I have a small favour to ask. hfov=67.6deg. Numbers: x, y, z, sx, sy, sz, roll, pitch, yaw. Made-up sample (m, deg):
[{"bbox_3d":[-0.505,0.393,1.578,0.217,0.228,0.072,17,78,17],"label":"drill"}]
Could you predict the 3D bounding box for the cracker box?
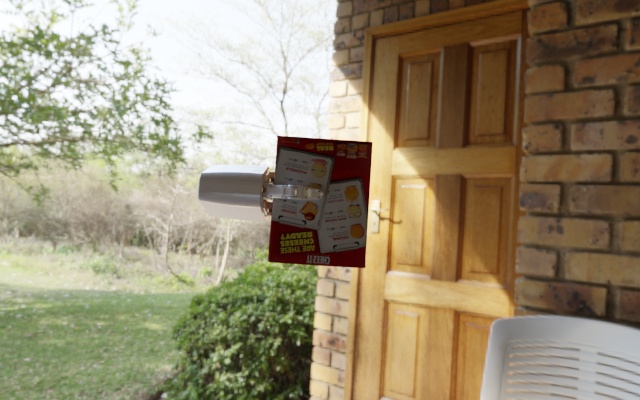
[{"bbox_3d":[0.000,0.003,0.822,0.164,0.213,0.072,4,-3,1],"label":"cracker box"}]
